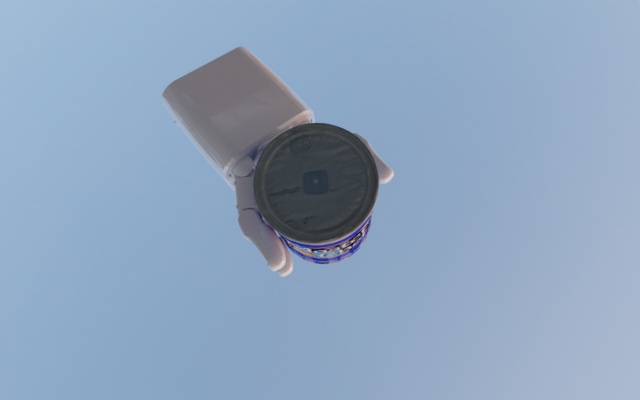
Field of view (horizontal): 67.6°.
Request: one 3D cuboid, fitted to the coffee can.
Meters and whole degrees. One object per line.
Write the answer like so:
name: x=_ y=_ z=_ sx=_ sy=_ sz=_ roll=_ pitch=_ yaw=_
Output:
coffee can: x=0.000 y=0.002 z=0.453 sx=0.103 sy=0.102 sz=0.140 roll=0 pitch=-14 yaw=3
